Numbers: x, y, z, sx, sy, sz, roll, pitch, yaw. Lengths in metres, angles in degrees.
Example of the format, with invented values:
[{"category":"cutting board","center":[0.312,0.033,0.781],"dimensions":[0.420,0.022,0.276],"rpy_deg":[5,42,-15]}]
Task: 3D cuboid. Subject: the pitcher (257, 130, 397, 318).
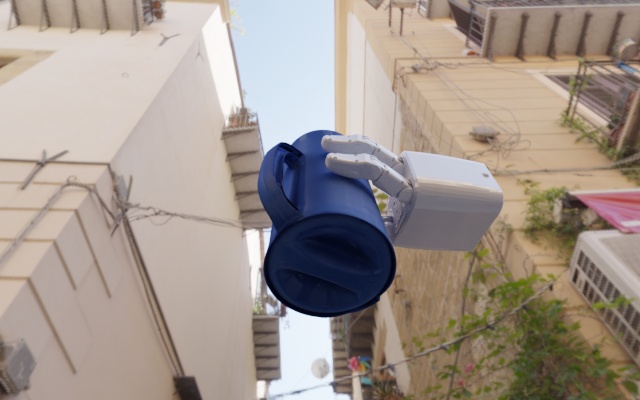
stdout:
[{"category":"pitcher","center":[0.000,0.002,0.566],"dimensions":[0.145,0.149,0.242],"rpy_deg":[5,31,-6]}]
